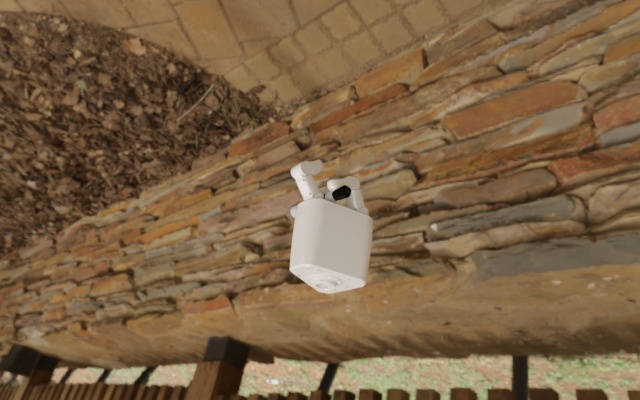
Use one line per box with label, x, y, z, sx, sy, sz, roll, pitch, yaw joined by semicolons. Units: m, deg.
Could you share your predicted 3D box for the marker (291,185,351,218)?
marker;0.000;0.002;0.723;0.020;0.020;0.121;0;-17;-46
